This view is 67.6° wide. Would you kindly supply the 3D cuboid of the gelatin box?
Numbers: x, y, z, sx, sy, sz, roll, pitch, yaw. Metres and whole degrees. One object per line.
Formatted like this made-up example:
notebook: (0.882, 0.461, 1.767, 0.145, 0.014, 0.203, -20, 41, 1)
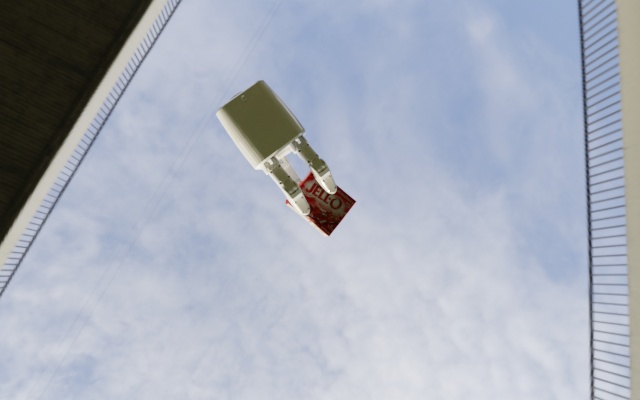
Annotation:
gelatin box: (0.000, 0.003, 0.762, 0.089, 0.073, 0.030, 40, -10, -8)
